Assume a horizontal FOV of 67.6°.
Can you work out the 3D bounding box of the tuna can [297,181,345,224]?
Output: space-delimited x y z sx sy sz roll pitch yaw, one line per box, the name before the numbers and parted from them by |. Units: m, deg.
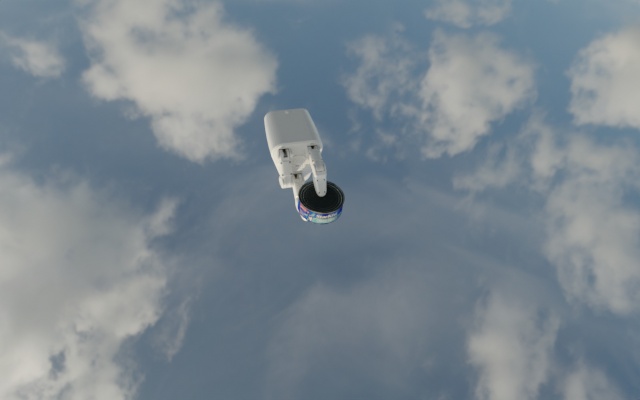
tuna can | 0.000 0.003 0.882 0.086 0.086 0.034 0 -44 -9
